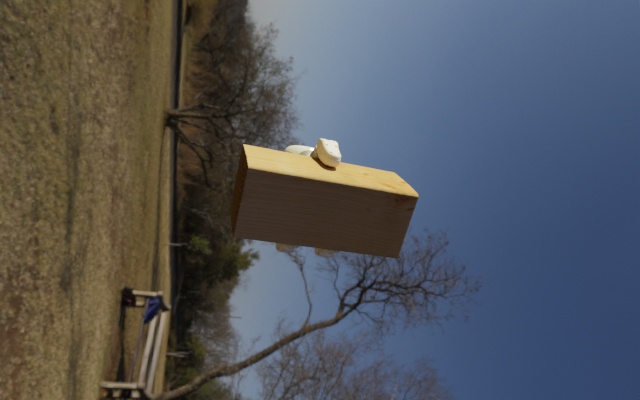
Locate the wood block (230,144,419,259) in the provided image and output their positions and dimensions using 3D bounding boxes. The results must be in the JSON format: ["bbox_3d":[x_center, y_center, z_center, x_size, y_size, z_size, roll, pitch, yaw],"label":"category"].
[{"bbox_3d":[0.000,0.002,0.590,0.206,0.091,0.090,9,20,-16],"label":"wood block"}]
